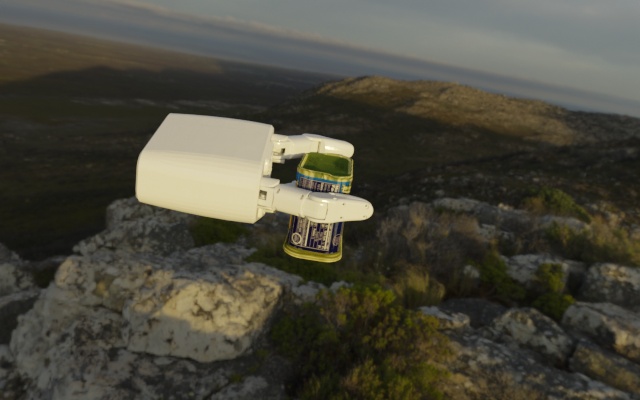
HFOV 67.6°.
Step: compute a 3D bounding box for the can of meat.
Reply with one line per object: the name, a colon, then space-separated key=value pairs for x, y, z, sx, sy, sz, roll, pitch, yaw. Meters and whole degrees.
can of meat: x=0.000 y=0.001 z=0.479 sx=0.057 sy=0.084 sz=0.102 roll=9 pitch=17 yaw=1
